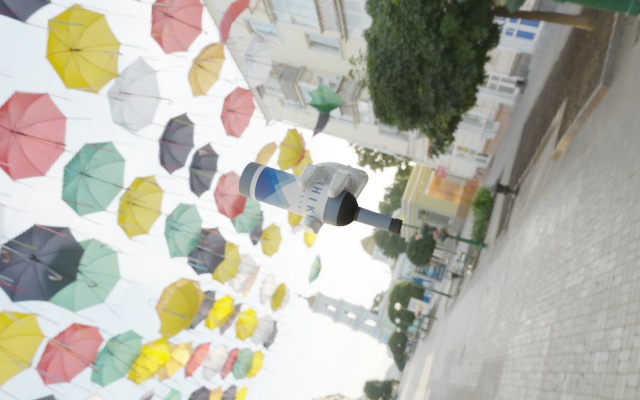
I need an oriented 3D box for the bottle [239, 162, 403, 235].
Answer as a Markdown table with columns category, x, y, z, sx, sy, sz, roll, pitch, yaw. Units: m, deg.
| category | x | y | z | sx | sy | sz | roll | pitch | yaw |
| --- | --- | --- | --- | --- | --- | --- | --- | --- | --- |
| bottle | 0.000 | 0.003 | 0.845 | 0.295 | 0.069 | 0.069 | 18 | 5 | 15 |
